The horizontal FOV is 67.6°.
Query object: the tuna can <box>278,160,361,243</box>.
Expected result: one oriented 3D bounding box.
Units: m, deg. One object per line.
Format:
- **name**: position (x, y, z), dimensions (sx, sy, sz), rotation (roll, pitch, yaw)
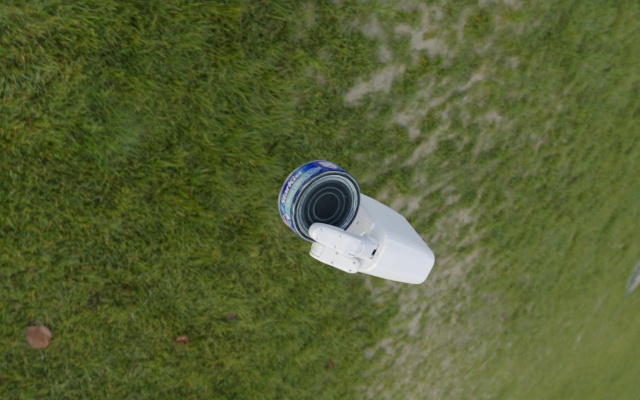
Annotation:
- **tuna can**: position (0.000, 0.002, 0.513), dimensions (0.086, 0.086, 0.033), rotation (0, 22, -31)
